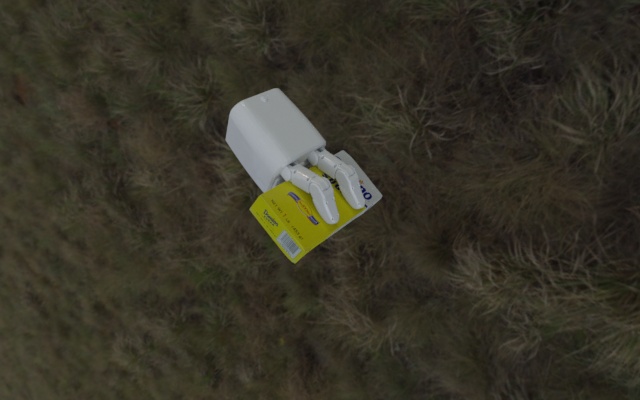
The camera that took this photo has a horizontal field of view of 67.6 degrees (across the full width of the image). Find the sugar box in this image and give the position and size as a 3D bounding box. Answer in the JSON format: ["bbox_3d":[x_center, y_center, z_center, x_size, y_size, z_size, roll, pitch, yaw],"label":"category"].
[{"bbox_3d":[0.000,0.002,0.652,0.176,0.093,0.048,-34,-8,-40],"label":"sugar box"}]
